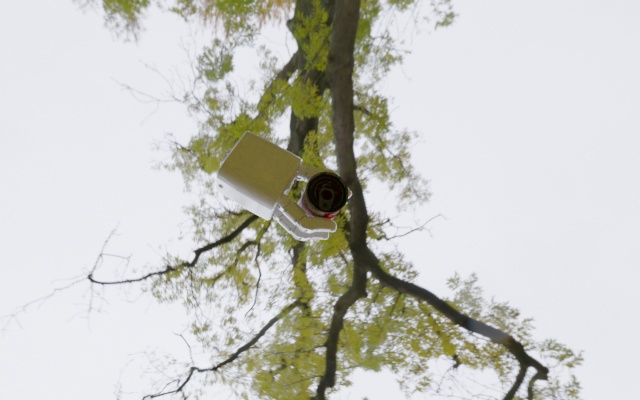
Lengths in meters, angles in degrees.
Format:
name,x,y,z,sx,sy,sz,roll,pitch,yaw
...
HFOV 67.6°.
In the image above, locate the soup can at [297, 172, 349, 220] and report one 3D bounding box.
name,x,y,z,sx,sy,sz,roll,pitch,yaw
soup can,0.001,0.003,0.787,0.068,0.068,0.102,0,-18,-13
